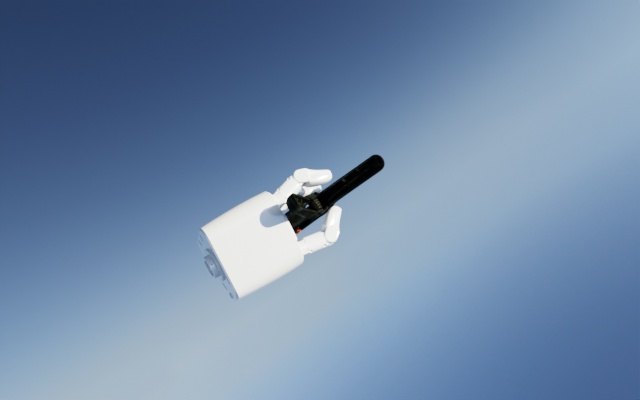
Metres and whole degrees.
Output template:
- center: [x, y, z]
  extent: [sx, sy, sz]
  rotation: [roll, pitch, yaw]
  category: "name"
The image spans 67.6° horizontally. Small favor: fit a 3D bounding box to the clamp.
- center: [0.000, 0.003, 0.717]
  extent: [0.164, 0.036, 0.210]
  rotation: [-27, -9, -24]
  category: "clamp"
